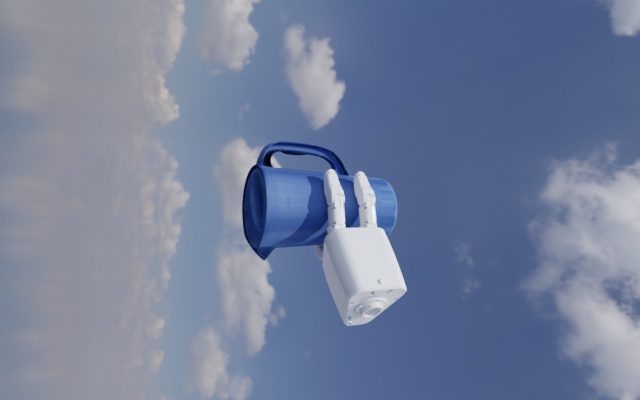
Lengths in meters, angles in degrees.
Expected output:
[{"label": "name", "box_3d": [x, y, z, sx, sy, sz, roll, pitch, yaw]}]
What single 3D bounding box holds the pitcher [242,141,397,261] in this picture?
[{"label": "pitcher", "box_3d": [0.000, 0.003, 0.787, 0.243, 0.145, 0.149, 1, -43, -25]}]
